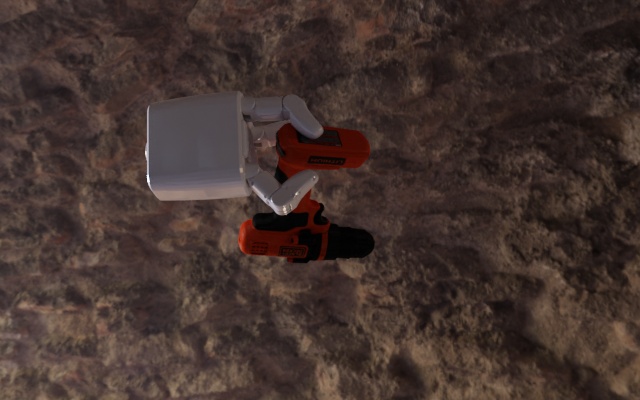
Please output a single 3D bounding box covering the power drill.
[{"bbox_3d":[0.000,0.002,0.592,0.184,0.188,0.057,3,37,-17],"label":"power drill"}]
